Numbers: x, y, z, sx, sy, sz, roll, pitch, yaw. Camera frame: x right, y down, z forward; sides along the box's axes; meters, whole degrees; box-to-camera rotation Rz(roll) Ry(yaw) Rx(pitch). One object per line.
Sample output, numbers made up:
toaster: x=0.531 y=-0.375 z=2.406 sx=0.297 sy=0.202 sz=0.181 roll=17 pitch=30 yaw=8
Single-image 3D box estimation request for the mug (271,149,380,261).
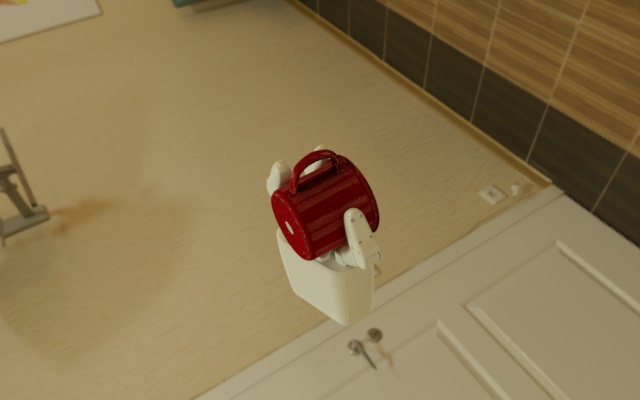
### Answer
mug: x=0.000 y=0.001 z=0.489 sx=0.081 sy=0.117 sz=0.093 roll=-27 pitch=45 yaw=-19
